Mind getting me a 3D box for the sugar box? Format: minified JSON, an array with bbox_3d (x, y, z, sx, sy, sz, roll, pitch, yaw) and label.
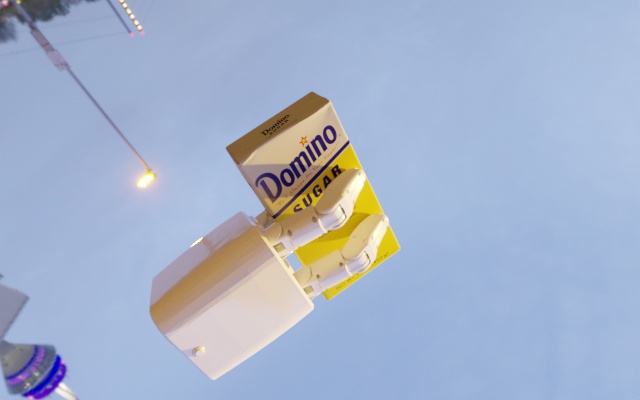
[{"bbox_3d":[0.000,0.002,0.437,0.093,0.176,0.048,-35,35,-7],"label":"sugar box"}]
